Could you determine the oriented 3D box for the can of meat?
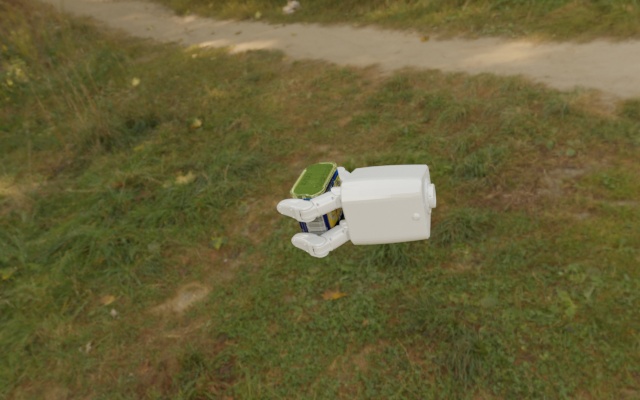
[{"bbox_3d":[0.000,0.002,0.701,0.057,0.084,0.102,-3,31,21],"label":"can of meat"}]
